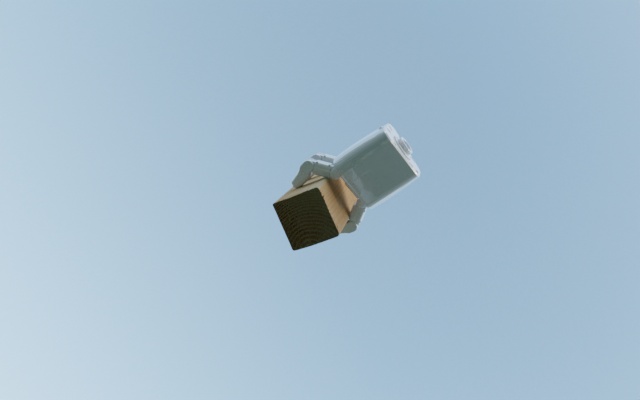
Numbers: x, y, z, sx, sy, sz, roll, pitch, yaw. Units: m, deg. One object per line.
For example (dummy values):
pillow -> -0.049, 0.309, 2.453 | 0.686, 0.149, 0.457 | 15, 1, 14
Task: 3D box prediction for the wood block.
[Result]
wood block -> 0.001, 0.003, 0.873 | 0.090, 0.091, 0.206 | -20, 10, 20
